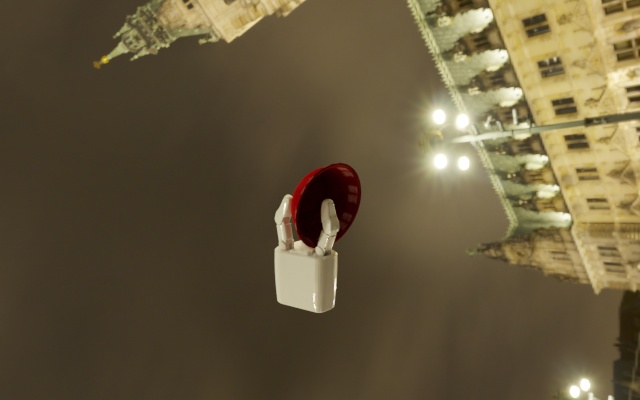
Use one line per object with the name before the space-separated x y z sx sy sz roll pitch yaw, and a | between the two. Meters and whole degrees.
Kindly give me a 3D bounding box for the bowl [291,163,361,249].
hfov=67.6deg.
bowl | 0.000 0.001 0.865 0.162 0.162 0.055 0 19 -46
